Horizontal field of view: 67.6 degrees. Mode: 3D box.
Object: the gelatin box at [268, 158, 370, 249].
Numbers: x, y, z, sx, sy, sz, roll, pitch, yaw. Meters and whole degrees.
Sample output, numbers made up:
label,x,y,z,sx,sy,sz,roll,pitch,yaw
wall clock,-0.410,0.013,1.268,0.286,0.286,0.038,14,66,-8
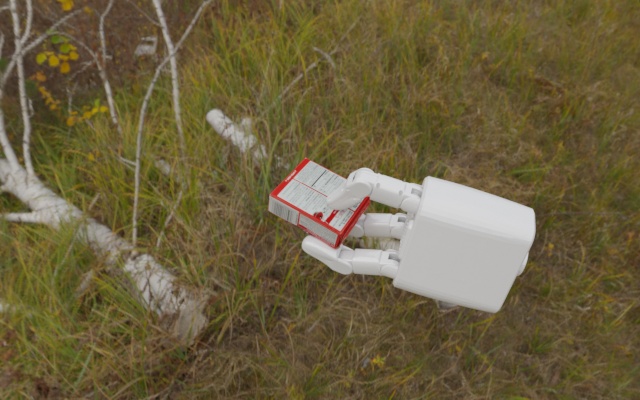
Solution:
label,x,y,z,sx,sy,sz,roll,pitch,yaw
gelatin box,0.000,0.001,0.512,0.089,0.030,0.073,29,50,13
